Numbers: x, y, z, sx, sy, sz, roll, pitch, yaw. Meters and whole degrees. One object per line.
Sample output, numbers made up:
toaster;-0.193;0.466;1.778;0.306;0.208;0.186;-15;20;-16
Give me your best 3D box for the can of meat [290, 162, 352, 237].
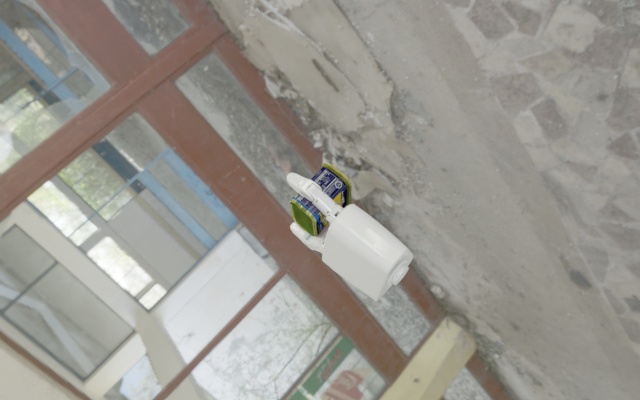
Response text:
can of meat;0.000;0.003;0.748;0.057;0.084;0.102;39;-17;17
